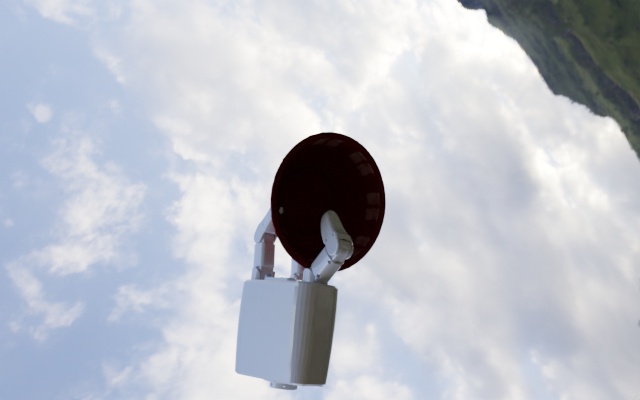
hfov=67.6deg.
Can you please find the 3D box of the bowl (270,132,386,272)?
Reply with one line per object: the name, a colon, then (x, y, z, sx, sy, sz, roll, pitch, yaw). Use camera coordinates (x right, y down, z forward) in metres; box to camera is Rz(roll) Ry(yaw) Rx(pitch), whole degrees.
bowl: (0.000, 0.001, 0.566, 0.162, 0.162, 0.055, 0, 2, -34)
